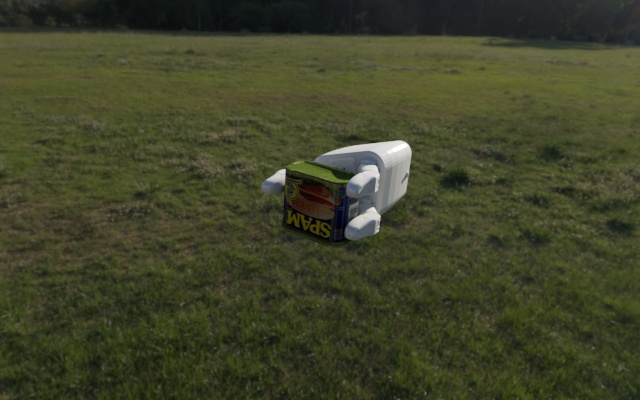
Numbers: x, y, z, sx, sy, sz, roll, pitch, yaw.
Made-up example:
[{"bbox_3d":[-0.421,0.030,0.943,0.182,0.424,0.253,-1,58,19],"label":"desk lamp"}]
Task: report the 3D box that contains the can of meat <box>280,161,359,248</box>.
[{"bbox_3d":[0.000,0.002,0.606,0.102,0.084,0.057,18,25,32],"label":"can of meat"}]
